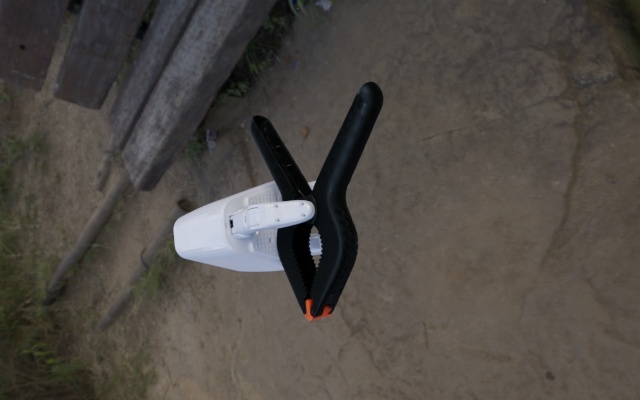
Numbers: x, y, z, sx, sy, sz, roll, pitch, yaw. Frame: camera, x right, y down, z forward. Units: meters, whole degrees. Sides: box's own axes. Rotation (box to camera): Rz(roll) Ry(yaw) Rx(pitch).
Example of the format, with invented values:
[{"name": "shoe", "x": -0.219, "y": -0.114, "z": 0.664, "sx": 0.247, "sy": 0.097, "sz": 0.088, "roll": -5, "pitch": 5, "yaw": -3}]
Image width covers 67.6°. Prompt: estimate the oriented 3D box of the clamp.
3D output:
[{"name": "clamp", "x": -0.001, "y": 0.002, "z": 0.436, "sx": 0.036, "sy": 0.210, "sz": 0.164, "roll": -1, "pitch": -9, "yaw": -44}]
